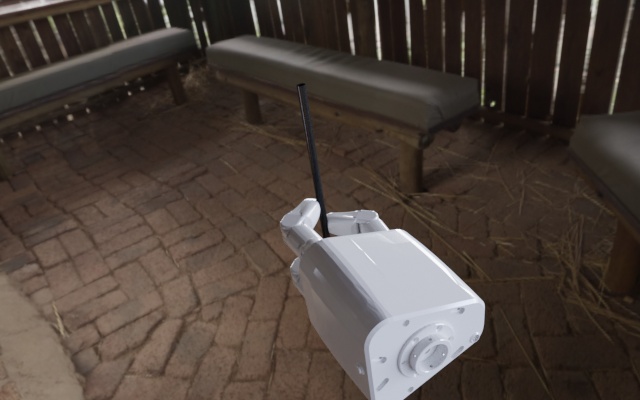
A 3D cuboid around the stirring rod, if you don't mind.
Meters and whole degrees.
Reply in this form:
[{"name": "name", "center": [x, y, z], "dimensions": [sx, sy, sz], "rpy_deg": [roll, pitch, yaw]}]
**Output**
[{"name": "stirring rod", "center": [0.000, 0.002, 0.475], "dimensions": [0.011, 0.240, 0.011], "rpy_deg": [-7, 32, 4]}]
